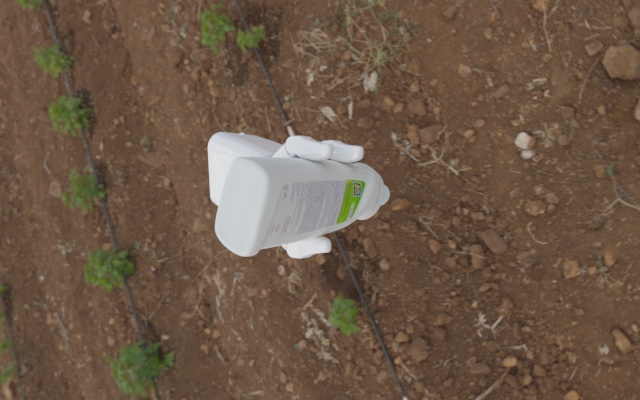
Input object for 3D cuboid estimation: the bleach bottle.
[{"bbox_3d":[0.000,0.002,0.572,0.068,0.102,0.251,29,20,37],"label":"bleach bottle"}]
